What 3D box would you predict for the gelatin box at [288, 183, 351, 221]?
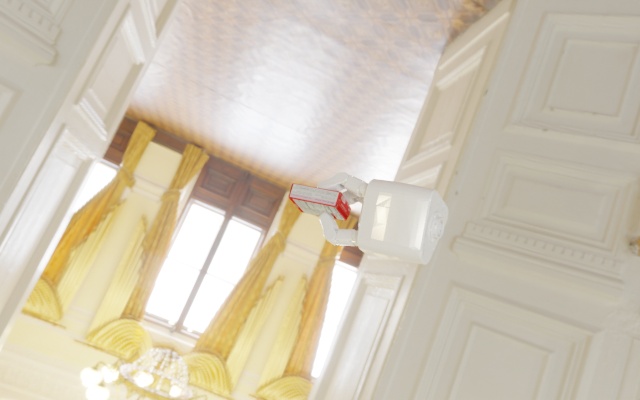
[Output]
[{"bbox_3d":[0.000,0.003,0.800,0.089,0.030,0.073,10,-17,20],"label":"gelatin box"}]
